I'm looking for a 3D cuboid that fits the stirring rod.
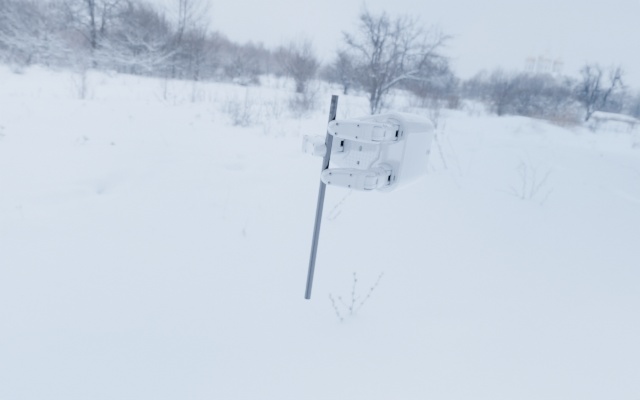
[{"bbox_3d":[0.000,0.002,0.544,0.011,0.239,0.011,7,14,-2],"label":"stirring rod"}]
